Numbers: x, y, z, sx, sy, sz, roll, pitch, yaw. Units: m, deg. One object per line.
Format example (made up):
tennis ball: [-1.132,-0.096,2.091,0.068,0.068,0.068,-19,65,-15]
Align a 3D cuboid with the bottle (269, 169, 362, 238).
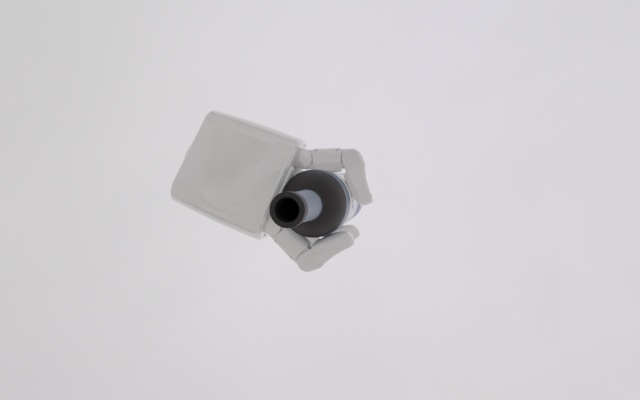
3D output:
bottle: [0.000,0.002,0.497,0.069,0.069,0.295,0,2,10]
